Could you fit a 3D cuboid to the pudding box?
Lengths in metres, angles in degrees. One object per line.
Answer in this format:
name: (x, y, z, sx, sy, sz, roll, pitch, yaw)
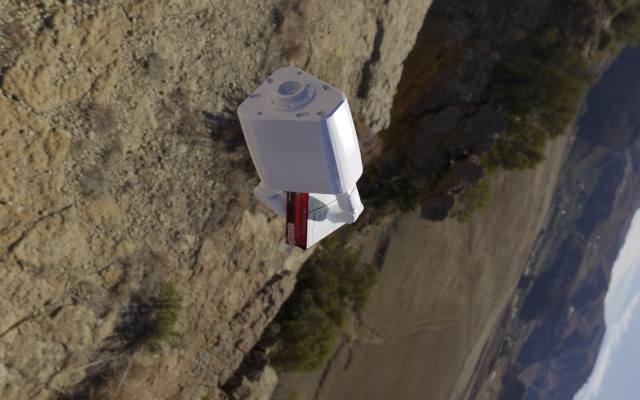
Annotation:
pudding box: (0.000, 0.002, 0.627, 0.039, 0.090, 0.113, 20, 29, 30)
